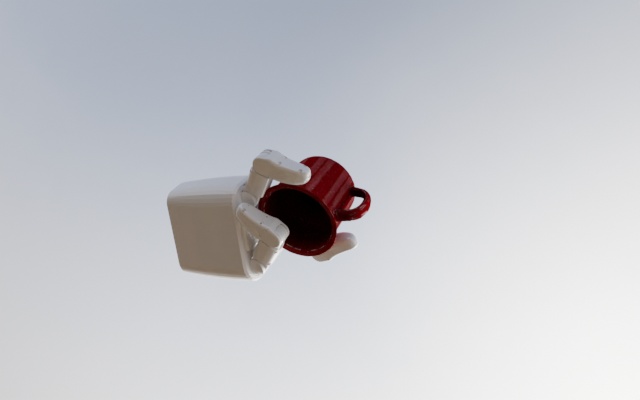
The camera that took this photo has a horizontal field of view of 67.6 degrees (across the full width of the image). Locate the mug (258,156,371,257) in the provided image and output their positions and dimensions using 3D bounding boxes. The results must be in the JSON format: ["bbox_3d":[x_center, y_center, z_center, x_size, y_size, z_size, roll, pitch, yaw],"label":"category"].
[{"bbox_3d":[0.001,0.002,0.533,0.117,0.093,0.081,-1,31,28],"label":"mug"}]
